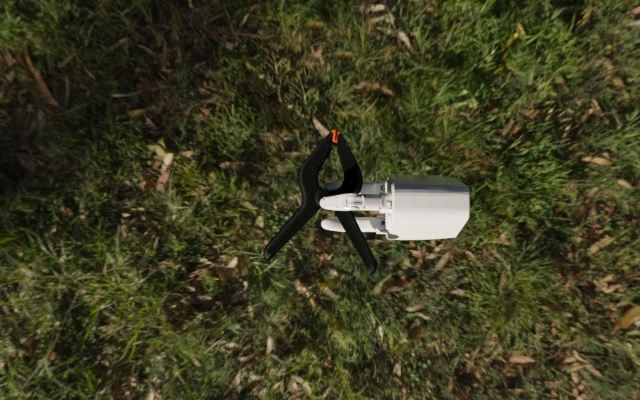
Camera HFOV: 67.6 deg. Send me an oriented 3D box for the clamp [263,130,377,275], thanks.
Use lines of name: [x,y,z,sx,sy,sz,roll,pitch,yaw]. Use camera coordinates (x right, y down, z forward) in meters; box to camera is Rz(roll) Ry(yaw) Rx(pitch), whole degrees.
clamp: [0.000,0.002,0.696,0.164,0.210,0.036,1,-5,3]
